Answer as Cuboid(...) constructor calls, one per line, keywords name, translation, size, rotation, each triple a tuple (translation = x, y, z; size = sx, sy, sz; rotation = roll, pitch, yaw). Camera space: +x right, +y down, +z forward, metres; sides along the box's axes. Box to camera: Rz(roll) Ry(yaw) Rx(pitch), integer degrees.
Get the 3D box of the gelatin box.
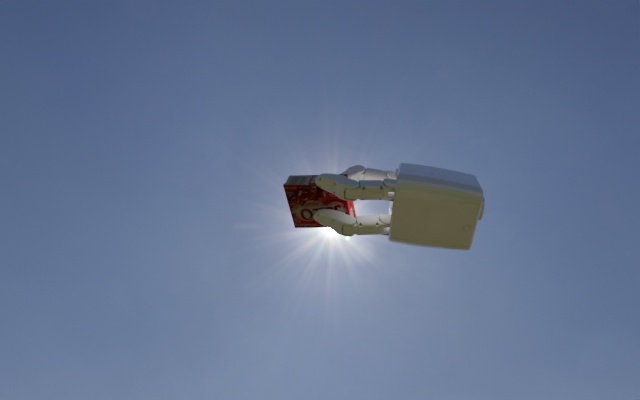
Cuboid(name="gelatin box", translation=(0.000, 0.002, 0.660), size=(0.089, 0.073, 0.030), rotation=(0, 34, 20))
